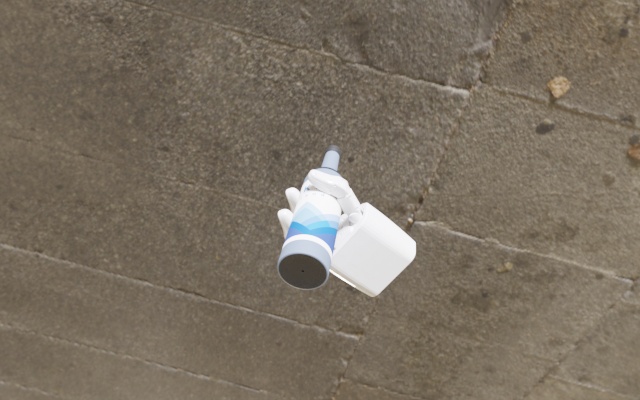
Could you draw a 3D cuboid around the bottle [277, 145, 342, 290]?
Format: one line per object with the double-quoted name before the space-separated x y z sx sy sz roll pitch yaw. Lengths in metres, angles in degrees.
"bottle" 0.000 0.002 0.717 0.069 0.069 0.295 0 37 11
